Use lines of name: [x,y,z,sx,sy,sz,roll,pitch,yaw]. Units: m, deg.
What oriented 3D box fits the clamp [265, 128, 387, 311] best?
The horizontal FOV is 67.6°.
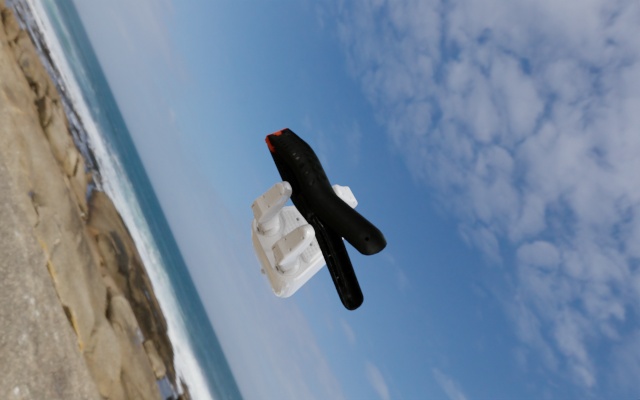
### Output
clamp: [0.001,0.001,0.490,0.036,0.210,0.165,-23,-19,-17]
